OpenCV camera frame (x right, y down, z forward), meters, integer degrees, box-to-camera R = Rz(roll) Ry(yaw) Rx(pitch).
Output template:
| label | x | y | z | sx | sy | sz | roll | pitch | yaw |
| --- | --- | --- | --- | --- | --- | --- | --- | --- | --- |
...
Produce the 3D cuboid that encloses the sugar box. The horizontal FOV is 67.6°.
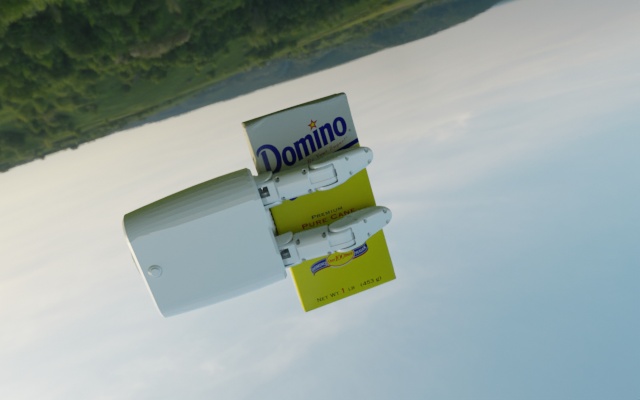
| label | x | y | z | sx | sy | sz | roll | pitch | yaw |
| --- | --- | --- | --- | --- | --- | --- | --- | --- | --- |
| sugar box | 0.000 | 0.002 | 0.430 | 0.093 | 0.176 | 0.048 | -20 | 16 | -8 |
